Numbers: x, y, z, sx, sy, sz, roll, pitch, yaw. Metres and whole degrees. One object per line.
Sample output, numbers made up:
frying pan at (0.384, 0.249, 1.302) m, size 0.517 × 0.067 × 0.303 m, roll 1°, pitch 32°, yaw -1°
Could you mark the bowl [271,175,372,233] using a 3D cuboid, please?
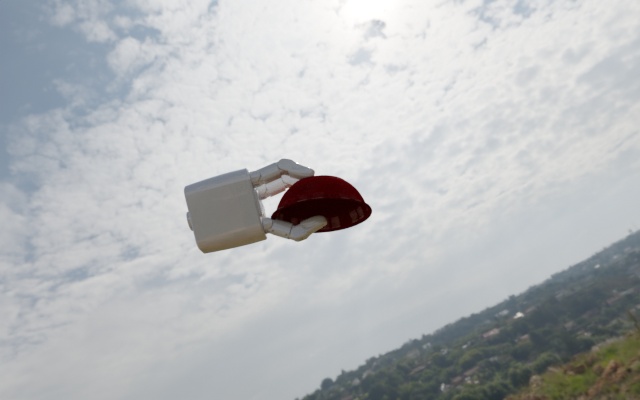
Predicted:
bowl at (0.001, 0.002, 0.767) m, size 0.162 × 0.055 × 0.162 m, roll -4°, pitch -22°, yaw -1°
